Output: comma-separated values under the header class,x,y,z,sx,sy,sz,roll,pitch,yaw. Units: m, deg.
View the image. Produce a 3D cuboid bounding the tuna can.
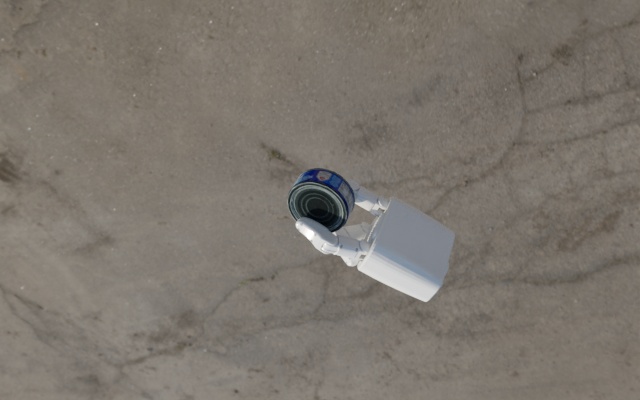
class,x,y,z,sx,sy,sz,roll,pitch,yaw
tuna can,0.000,0.002,0.631,0.086,0.086,0.033,0,34,24
